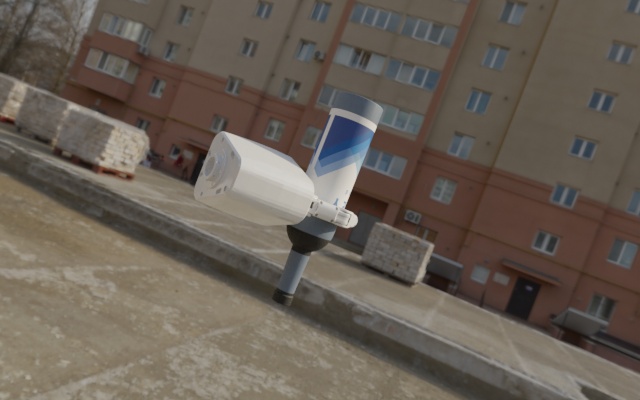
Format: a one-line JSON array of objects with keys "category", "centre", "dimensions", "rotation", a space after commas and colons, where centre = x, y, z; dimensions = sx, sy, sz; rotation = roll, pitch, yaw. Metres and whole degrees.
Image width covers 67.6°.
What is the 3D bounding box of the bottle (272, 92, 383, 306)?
[{"category": "bottle", "centre": [0.000, 0.002, 0.652], "dimensions": [0.069, 0.295, 0.069], "rotation": [22, 1, 0]}]
